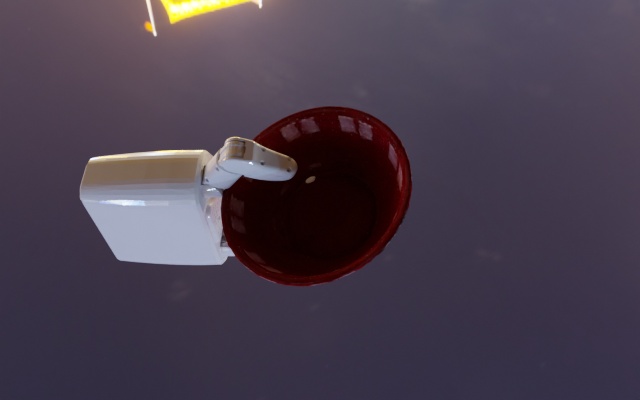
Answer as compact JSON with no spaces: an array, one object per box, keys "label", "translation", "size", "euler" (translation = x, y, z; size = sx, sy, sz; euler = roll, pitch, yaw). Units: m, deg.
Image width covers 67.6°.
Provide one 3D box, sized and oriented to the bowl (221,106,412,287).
[{"label":"bowl","translation":[0.001,0.002,0.404],"size":[0.162,0.162,0.055],"euler":[0,-26,20]}]
